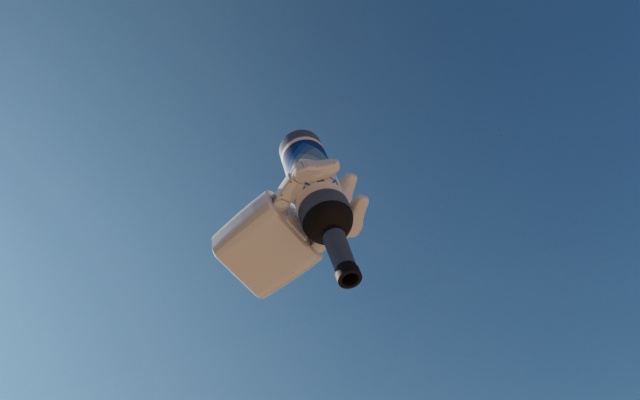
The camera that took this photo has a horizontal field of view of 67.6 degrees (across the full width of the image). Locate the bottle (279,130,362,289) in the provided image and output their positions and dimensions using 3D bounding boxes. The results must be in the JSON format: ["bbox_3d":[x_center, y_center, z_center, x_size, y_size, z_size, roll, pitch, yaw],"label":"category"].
[{"bbox_3d":[0.000,0.002,0.625,0.069,0.069,0.295,0,34,-15],"label":"bottle"}]
